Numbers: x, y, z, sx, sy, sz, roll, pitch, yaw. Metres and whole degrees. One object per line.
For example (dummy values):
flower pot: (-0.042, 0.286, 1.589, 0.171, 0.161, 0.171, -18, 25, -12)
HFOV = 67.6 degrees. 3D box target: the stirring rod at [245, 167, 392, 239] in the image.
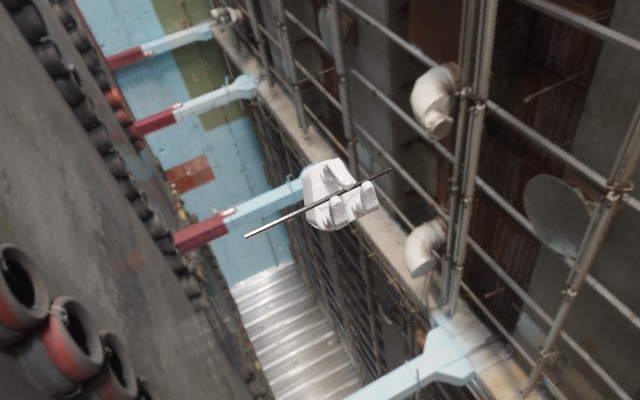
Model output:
stirring rod: (0.000, 0.002, 0.703, 0.239, 0.011, 0.011, -25, 6, -12)
